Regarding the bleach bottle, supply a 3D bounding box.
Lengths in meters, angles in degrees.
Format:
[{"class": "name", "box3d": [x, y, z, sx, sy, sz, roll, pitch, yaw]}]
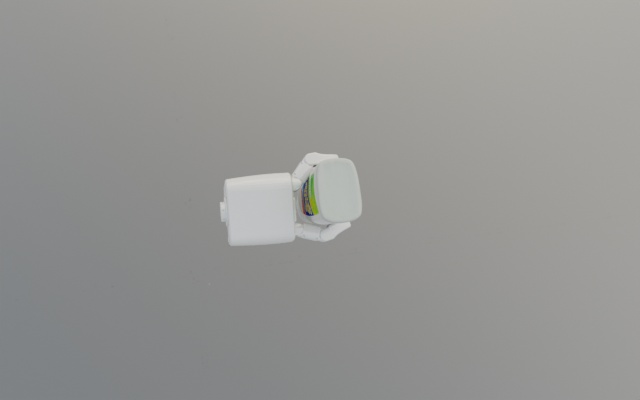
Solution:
[{"class": "bleach bottle", "box3d": [0.000, 0.003, 0.828, 0.068, 0.102, 0.251, -4, -9, -14]}]
